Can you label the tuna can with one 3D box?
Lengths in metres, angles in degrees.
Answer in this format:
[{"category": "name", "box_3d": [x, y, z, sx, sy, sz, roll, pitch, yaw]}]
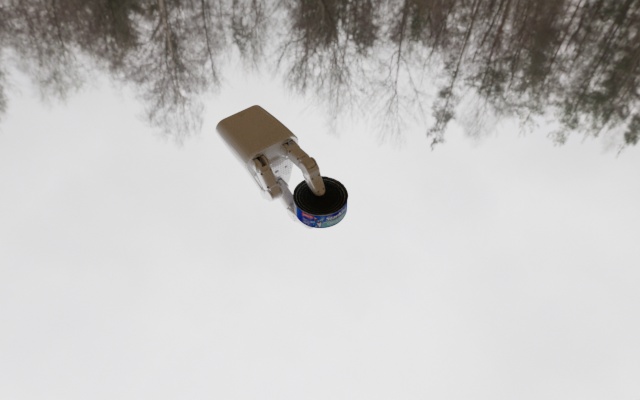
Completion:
[{"category": "tuna can", "box_3d": [0.000, 0.003, 0.745, 0.086, 0.086, 0.034, 0, -45, 0]}]
